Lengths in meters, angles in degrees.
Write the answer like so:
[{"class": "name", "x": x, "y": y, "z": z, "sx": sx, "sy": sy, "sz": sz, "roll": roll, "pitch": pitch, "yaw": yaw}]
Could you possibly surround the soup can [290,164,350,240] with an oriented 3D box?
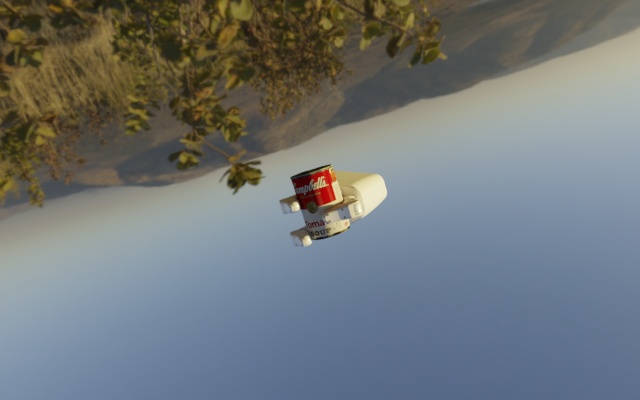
[{"class": "soup can", "x": 0.000, "y": 0.003, "z": 0.738, "sx": 0.068, "sy": 0.102, "sz": 0.068, "roll": -17, "pitch": 8, "yaw": 2}]
